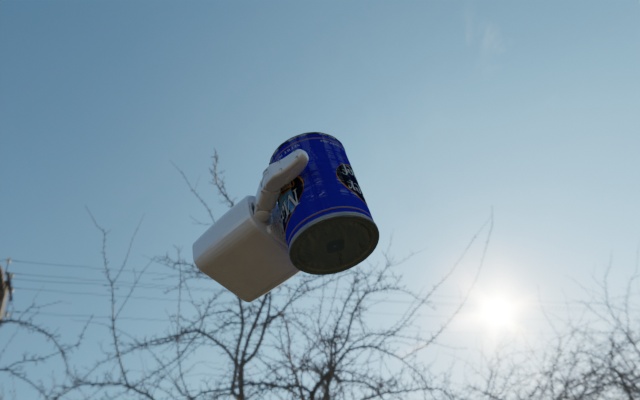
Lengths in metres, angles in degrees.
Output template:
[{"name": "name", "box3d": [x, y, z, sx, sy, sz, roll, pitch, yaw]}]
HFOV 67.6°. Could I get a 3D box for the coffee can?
[{"name": "coffee can", "box3d": [0.000, 0.002, 0.568, 0.103, 0.140, 0.103, -10, -42, -9]}]
